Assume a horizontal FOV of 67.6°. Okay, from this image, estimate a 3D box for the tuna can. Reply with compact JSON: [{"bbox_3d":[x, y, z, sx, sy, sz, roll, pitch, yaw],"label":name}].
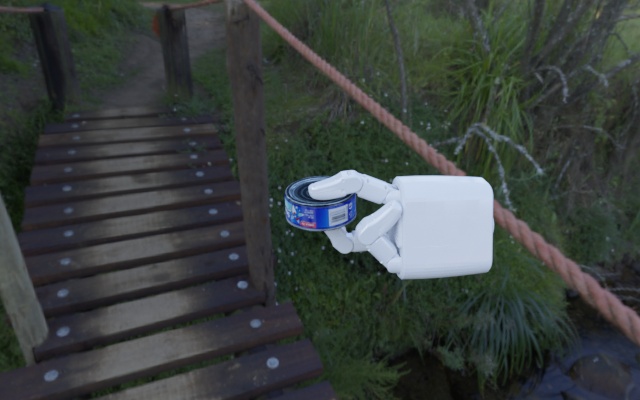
[{"bbox_3d":[0.000,0.001,0.571,0.086,0.034,0.086,-2,26,1],"label":"tuna can"}]
